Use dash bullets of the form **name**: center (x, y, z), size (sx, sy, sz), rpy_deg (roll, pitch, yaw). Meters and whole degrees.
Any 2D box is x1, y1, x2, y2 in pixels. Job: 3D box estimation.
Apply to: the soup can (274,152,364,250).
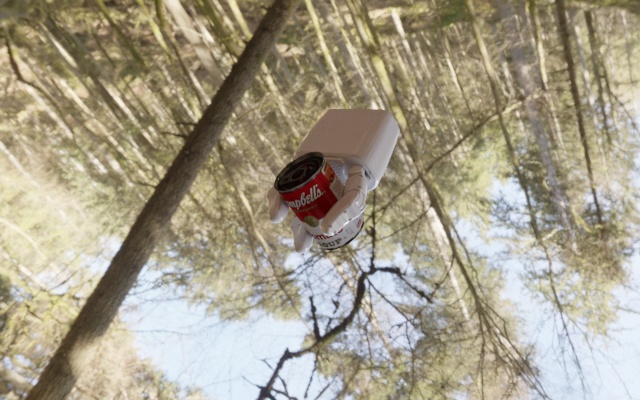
- **soup can**: center (0.000, 0.002, 0.572), size (0.068, 0.102, 0.068), rpy_deg (-26, 31, 16)
